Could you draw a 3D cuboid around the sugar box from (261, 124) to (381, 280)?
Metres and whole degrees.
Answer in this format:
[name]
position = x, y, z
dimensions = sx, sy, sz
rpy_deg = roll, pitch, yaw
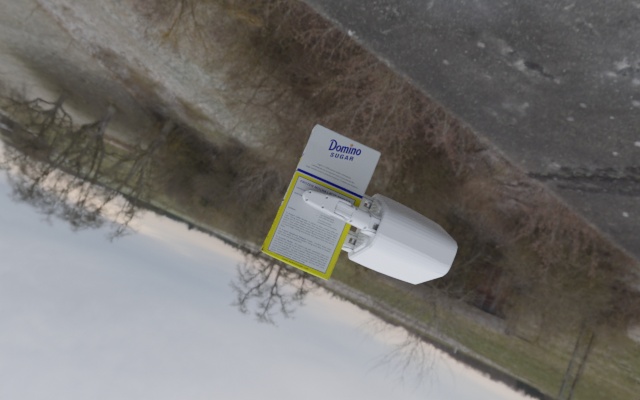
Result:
[sugar box]
position = 0.000, 0.002, 0.612
dimensions = 0.093, 0.176, 0.048
rpy_deg = 24, -7, -6
